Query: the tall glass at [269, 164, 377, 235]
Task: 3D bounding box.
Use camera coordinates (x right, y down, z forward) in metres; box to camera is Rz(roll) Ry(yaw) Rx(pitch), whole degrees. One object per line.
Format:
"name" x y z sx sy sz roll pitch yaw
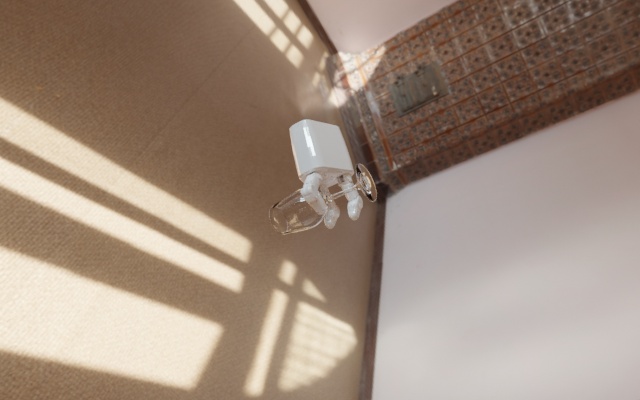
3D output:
"tall glass" 0.001 0.003 0.898 0.201 0.079 0.079 -24 -11 25
